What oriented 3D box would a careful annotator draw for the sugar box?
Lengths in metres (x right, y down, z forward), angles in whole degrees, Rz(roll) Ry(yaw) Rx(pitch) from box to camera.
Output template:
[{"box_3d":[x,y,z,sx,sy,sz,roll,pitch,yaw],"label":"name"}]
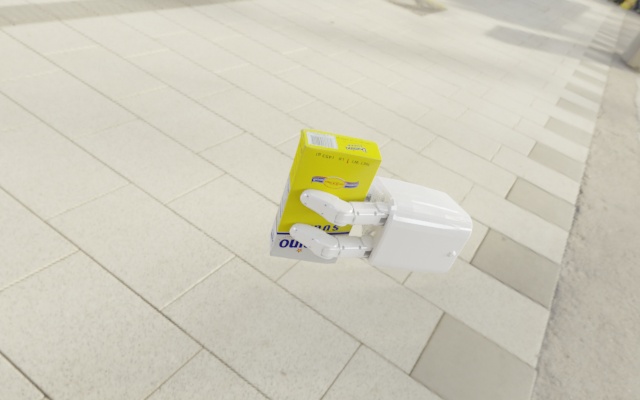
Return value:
[{"box_3d":[0.000,0.002,0.584,0.093,0.176,0.048,9,36,-13],"label":"sugar box"}]
